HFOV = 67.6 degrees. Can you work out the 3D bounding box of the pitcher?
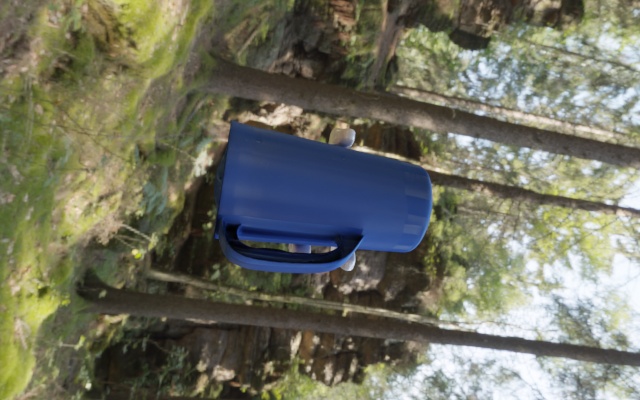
[{"bbox_3d":[0.000,0.002,0.552,0.243,0.149,0.145,9,4,-12],"label":"pitcher"}]
